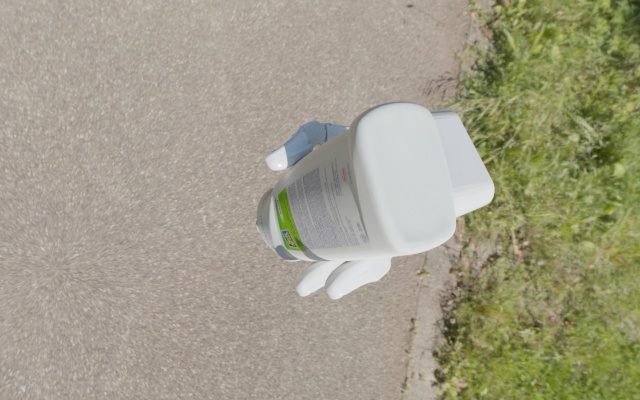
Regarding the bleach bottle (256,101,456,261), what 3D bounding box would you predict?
[{"bbox_3d":[0.000,0.001,0.412,0.068,0.102,0.251,-13,-1,-29],"label":"bleach bottle"}]
